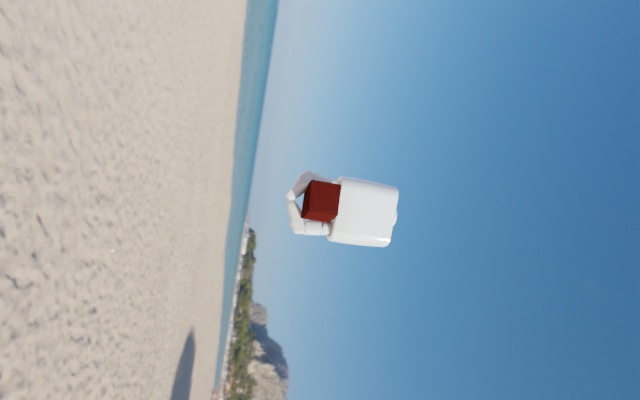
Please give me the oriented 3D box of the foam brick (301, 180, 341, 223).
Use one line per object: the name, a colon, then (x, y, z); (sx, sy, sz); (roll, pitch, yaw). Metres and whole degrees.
foam brick: (0.000, 0.003, 0.793); (0.051, 0.053, 0.078); (10, -13, -8)
